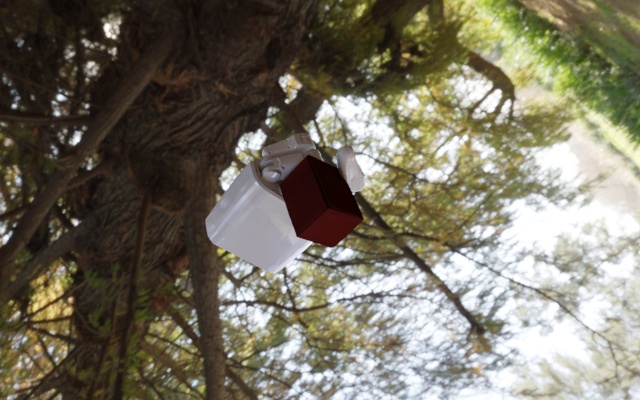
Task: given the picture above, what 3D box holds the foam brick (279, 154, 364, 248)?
[{"bbox_3d":[0.000,0.002,0.500,0.053,0.078,0.051,22,-57,-39],"label":"foam brick"}]
